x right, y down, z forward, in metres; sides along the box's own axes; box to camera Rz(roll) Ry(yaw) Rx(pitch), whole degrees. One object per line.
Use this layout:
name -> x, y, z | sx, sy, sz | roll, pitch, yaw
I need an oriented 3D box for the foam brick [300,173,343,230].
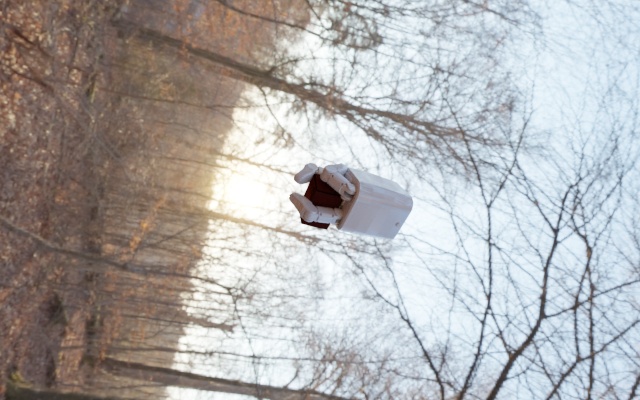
foam brick -> 0.000, 0.003, 0.824 | 0.051, 0.078, 0.053 | 14, 36, -18
